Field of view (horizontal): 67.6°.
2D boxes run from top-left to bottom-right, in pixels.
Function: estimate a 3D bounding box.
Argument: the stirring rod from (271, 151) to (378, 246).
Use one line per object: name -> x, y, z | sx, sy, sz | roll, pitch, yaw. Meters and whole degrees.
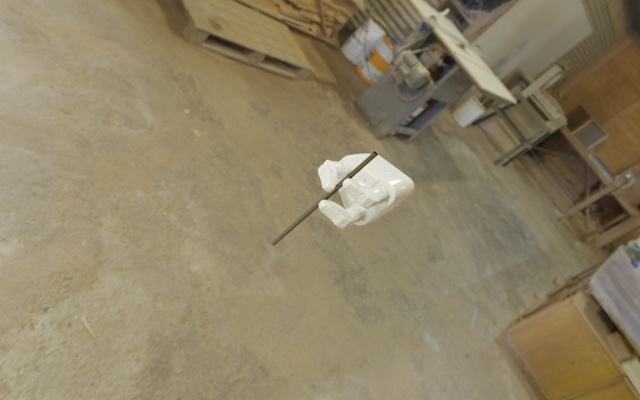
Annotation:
stirring rod -> 0.000, 0.002, 0.738 | 0.240, 0.011, 0.011 | -41, -23, 29
